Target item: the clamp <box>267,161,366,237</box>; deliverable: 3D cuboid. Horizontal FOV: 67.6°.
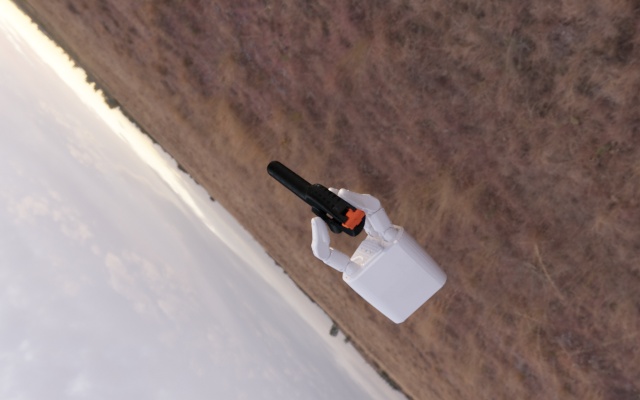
[{"bbox_3d":[0.000,0.003,0.676,0.164,0.036,0.210,41,-7,-14],"label":"clamp"}]
